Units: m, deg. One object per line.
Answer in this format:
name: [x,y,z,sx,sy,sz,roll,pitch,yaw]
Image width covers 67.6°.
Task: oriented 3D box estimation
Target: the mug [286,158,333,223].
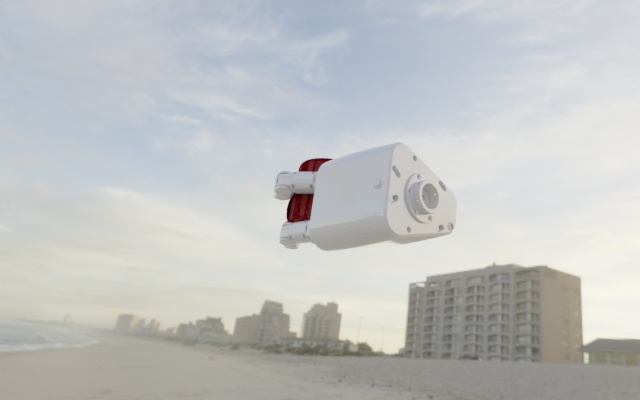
mug: [-0.001,0.002,0.588,0.093,0.081,0.117,23,-22,-36]
